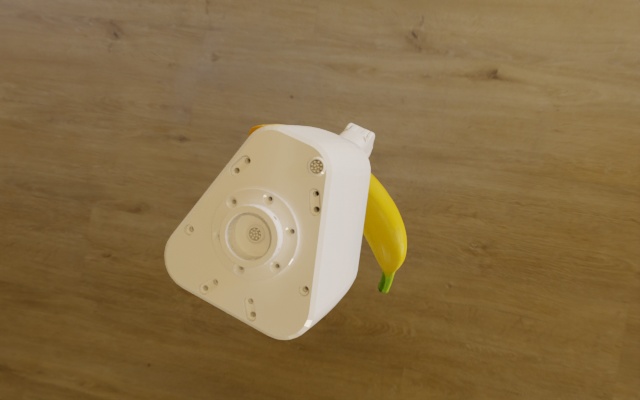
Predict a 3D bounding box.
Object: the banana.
[{"bbox_3d":[0.015,-0.008,0.427,0.070,0.198,0.037,-42,-5,20],"label":"banana"}]
